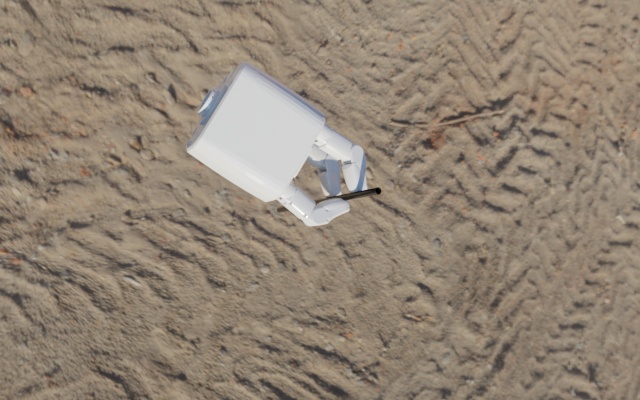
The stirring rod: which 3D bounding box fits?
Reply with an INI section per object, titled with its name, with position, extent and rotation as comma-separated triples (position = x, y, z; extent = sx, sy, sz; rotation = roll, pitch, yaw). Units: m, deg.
[stirring rod]
position = 0.000, 0.002, 0.612
extent = 0.011, 0.011, 0.239
rotation = 0, -6, -31
